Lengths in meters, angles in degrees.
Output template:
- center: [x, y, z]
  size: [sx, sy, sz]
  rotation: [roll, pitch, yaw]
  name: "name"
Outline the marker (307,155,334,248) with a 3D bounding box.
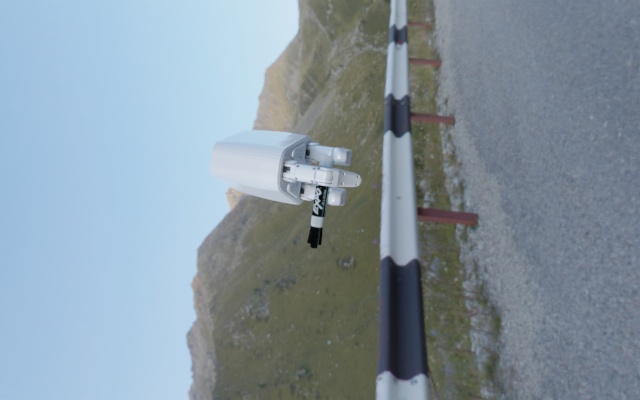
- center: [0.000, 0.002, 0.616]
  size: [0.020, 0.121, 0.020]
  rotation: [9, 5, -1]
  name: "marker"
